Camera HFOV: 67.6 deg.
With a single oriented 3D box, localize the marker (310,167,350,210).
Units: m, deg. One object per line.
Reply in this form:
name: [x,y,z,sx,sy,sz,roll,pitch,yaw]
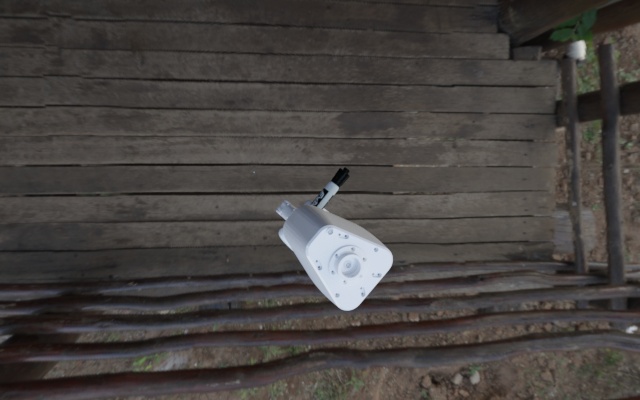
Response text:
marker: [0.000,0.002,0.675,0.020,0.121,0.020,39,-2,2]
